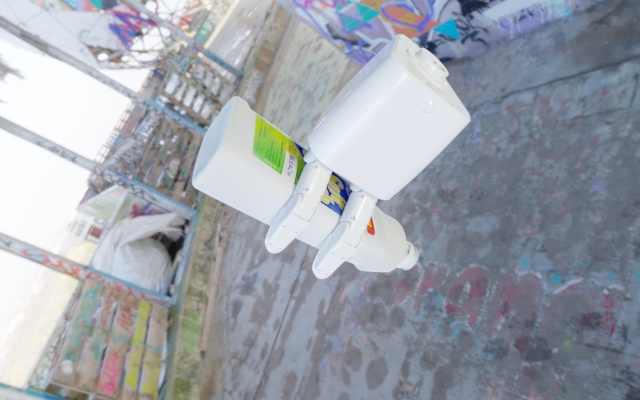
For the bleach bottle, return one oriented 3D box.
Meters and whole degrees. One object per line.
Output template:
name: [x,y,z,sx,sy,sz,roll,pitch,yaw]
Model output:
bleach bottle: [0.000,0.002,0.485,0.251,0.102,0.068,30,-56,-25]
